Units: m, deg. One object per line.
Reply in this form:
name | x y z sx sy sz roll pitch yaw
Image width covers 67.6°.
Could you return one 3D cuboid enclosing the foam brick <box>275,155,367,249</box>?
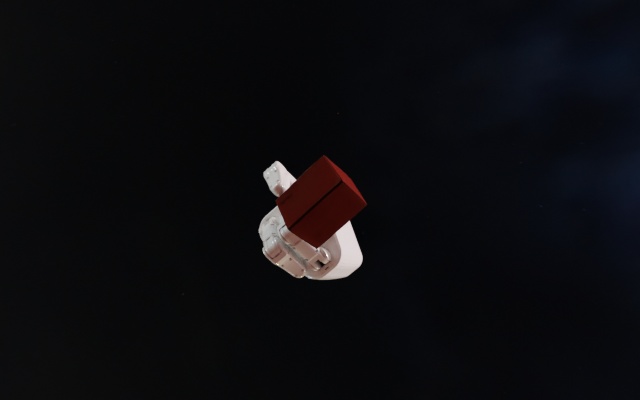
foam brick | 0.000 0.002 0.517 0.051 0.078 0.053 37 16 -40
